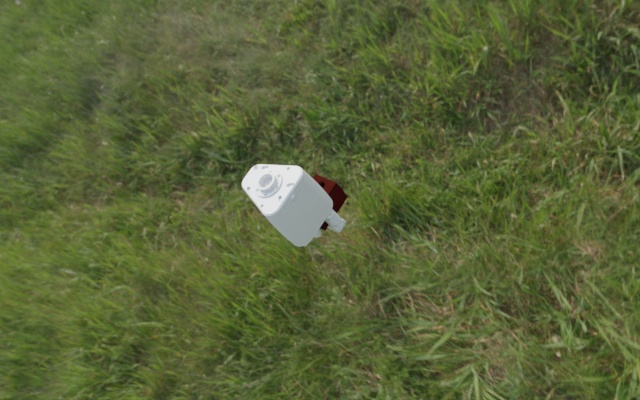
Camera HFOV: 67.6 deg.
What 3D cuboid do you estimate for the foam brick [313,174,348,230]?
[{"bbox_3d":[0.000,0.003,0.844,0.053,0.078,0.051,24,-15,39],"label":"foam brick"}]
